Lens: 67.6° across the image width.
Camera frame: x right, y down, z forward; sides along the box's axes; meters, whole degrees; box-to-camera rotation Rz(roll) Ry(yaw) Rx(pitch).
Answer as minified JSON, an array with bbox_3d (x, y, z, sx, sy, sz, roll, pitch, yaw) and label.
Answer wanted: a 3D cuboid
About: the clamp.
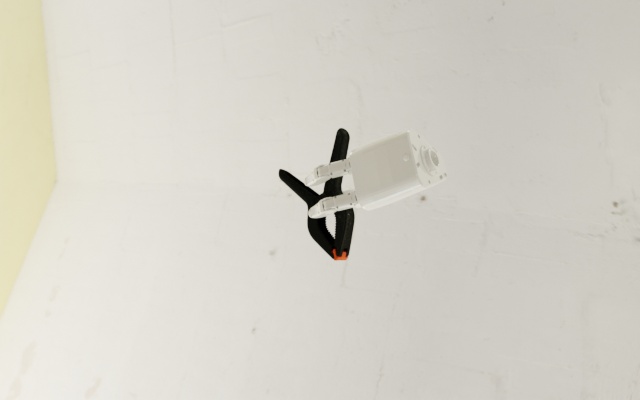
[{"bbox_3d":[0.001,0.003,0.807,0.164,0.210,0.036,-22,-19,39],"label":"clamp"}]
